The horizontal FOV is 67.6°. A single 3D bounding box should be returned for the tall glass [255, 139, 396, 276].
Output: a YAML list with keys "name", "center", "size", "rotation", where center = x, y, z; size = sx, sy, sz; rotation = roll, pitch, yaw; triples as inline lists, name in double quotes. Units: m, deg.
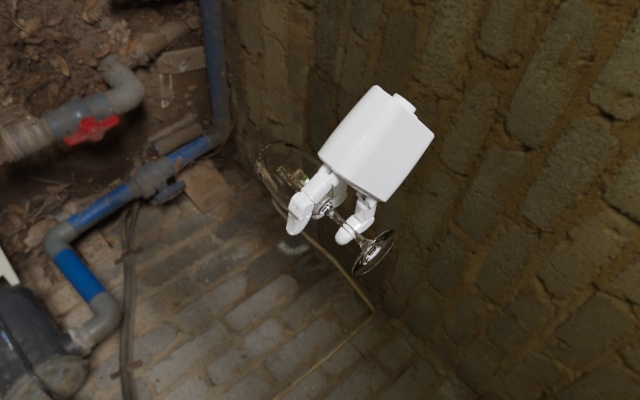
- name: "tall glass"
  center: [0.000, 0.003, 0.615]
  size: [0.201, 0.079, 0.079]
  rotation: [43, 21, 25]
